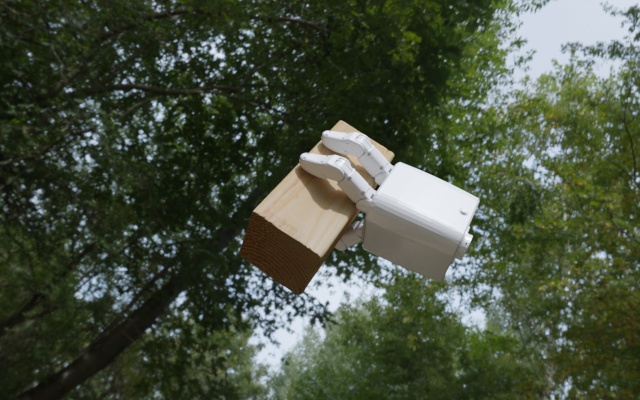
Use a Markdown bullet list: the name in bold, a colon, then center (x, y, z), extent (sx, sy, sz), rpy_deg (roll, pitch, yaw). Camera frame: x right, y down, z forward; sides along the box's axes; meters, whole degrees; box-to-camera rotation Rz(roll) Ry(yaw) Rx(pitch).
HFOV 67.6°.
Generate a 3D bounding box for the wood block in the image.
- **wood block**: center (0.000, 0.002, 0.592), extent (0.090, 0.091, 0.206), rpy_deg (33, 47, 7)
